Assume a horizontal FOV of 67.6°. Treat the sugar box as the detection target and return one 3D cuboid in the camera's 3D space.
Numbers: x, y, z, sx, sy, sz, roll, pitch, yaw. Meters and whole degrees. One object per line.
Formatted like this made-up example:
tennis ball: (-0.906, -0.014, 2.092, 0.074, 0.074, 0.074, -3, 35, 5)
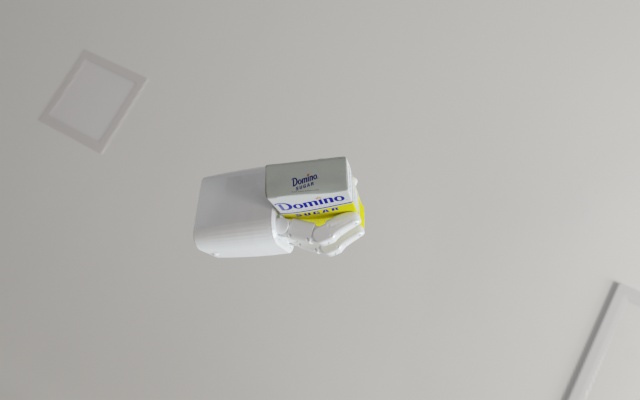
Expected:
sugar box: (0.000, 0.003, 0.590, 0.093, 0.048, 0.176, -5, -16, 10)
